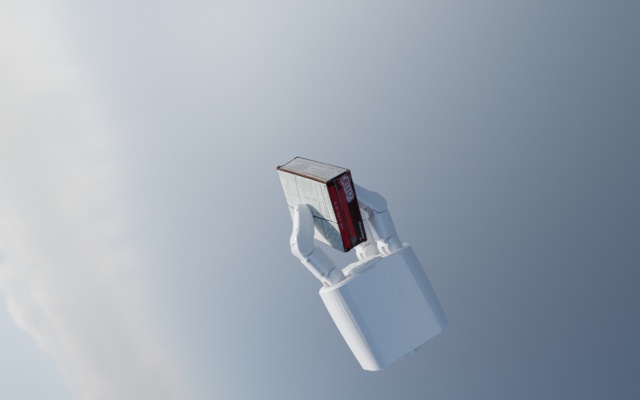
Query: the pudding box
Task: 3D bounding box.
[{"bbox_3d":[0.000,0.002,0.559,0.039,0.090,0.113,-28,26,-28],"label":"pudding box"}]
